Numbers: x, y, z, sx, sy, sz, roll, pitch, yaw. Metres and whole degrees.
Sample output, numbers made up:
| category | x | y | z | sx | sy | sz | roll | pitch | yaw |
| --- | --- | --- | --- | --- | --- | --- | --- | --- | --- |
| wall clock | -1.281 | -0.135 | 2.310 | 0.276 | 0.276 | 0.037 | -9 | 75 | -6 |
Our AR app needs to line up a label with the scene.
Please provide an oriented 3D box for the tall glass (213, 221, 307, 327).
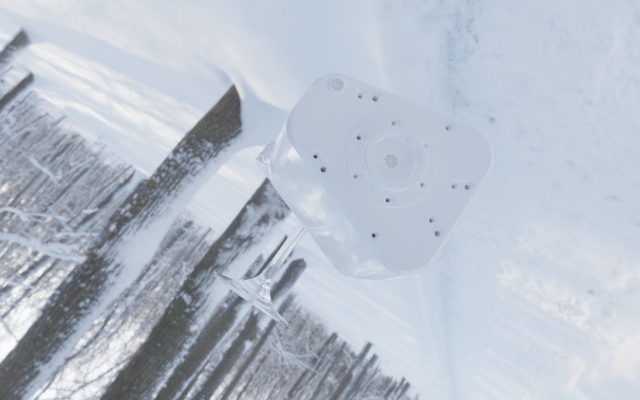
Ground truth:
| category | x | y | z | sx | sy | sz | roll | pitch | yaw |
| --- | --- | --- | --- | --- | --- | --- | --- | --- | --- |
| tall glass | 0.000 | 0.002 | 0.406 | 0.079 | 0.201 | 0.079 | 34 | -12 | 8 |
